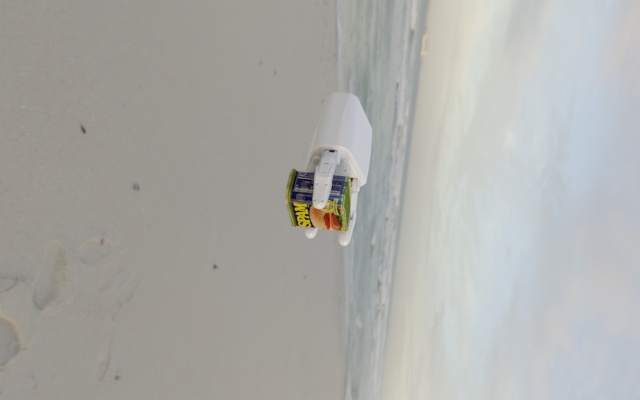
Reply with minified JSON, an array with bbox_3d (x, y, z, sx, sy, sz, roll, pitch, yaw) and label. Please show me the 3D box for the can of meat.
[{"bbox_3d":[0.000,0.002,0.698,0.084,0.057,0.102,6,-31,9],"label":"can of meat"}]
